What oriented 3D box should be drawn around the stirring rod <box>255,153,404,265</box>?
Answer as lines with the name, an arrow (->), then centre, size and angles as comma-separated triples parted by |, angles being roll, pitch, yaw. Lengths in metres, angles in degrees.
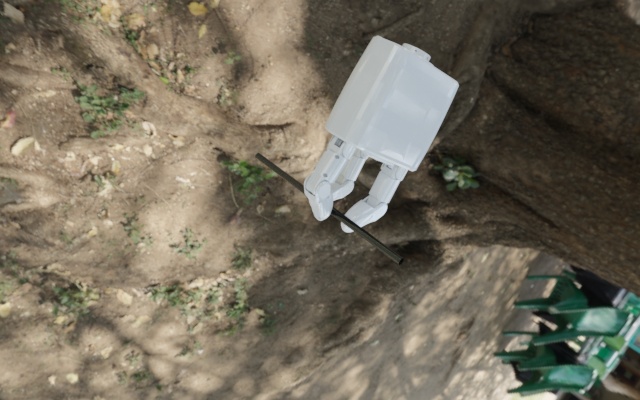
stirring rod -> 0.000, 0.002, 0.541 | 0.239, 0.011, 0.011 | 36, 22, 34
